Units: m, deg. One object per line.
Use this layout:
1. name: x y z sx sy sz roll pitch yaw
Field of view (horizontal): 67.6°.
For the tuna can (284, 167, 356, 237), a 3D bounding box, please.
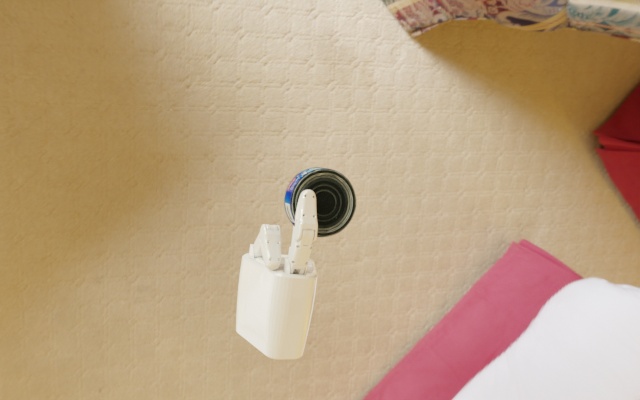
1. tuna can: 0.000 0.002 0.590 0.086 0.086 0.034 0 5 -18
